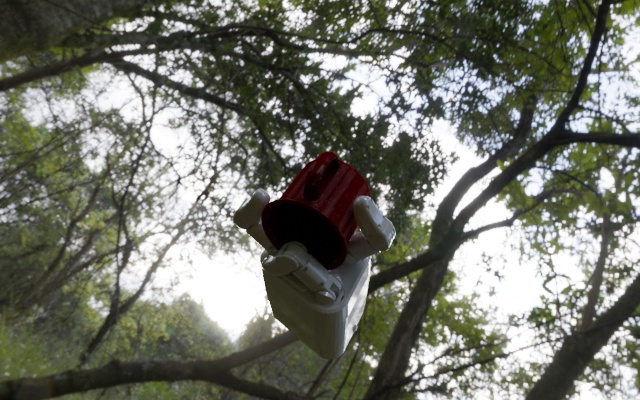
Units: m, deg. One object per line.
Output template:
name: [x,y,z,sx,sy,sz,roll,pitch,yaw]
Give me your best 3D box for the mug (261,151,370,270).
mug: [0.000,0.000,0.477,0.093,0.117,0.081,18,47,18]
